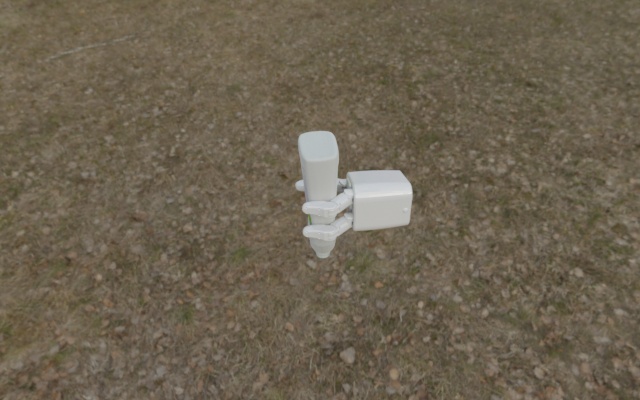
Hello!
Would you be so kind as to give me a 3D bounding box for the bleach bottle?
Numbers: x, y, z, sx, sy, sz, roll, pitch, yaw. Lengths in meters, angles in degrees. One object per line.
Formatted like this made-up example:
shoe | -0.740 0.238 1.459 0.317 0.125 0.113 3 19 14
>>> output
bleach bottle | 0.000 0.003 0.899 0.068 0.251 0.102 -5 38 -4
